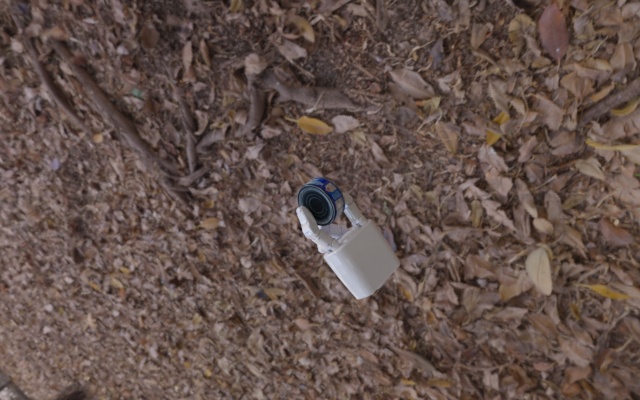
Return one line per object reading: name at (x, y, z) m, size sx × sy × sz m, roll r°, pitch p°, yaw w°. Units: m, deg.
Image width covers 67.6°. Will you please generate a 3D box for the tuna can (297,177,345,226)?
tuna can at (0.000, 0.003, 0.861) m, size 0.086 × 0.086 × 0.033 m, roll 0°, pitch 26°, yaw 40°
